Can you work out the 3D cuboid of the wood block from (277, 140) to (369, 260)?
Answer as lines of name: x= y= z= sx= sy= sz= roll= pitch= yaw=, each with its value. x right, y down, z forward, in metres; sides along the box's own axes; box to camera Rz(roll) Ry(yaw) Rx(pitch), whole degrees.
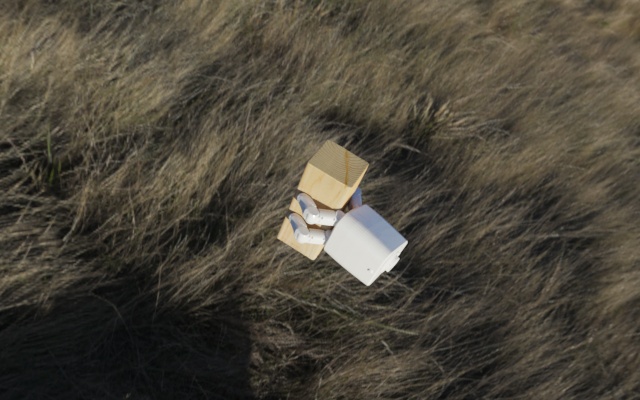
wood block: x=0.001 y=0.003 z=0.899 sx=0.090 sy=0.206 sz=0.090 roll=31 pitch=42 yaw=6
